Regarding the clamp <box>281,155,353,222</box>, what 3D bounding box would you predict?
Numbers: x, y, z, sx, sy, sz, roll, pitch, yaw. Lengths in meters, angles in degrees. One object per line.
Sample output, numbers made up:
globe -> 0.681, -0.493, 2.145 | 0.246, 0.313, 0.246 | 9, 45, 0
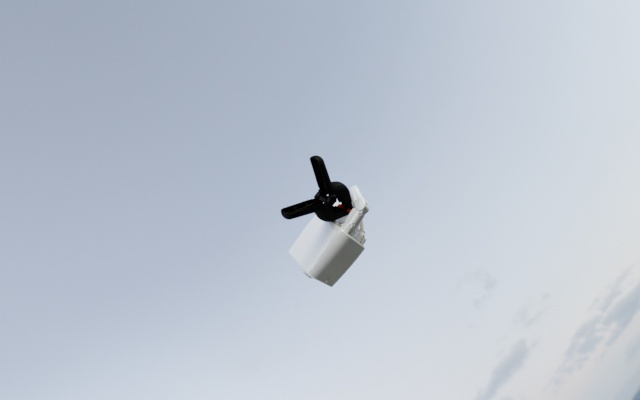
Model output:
clamp -> 0.000, 0.003, 0.867 | 0.039, 0.120, 0.171 | 40, 1, 40
